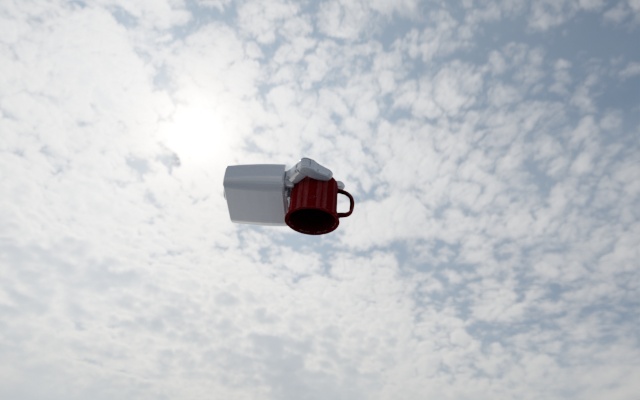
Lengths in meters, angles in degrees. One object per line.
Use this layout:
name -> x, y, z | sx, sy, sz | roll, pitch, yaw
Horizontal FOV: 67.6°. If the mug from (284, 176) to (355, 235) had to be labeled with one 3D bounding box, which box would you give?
mug -> 0.002, 0.002, 0.821 | 0.117, 0.081, 0.093 | 1, -34, 5
